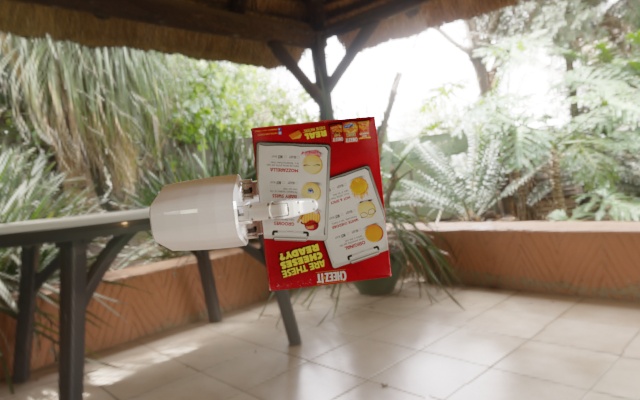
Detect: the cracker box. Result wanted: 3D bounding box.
[{"bbox_3d":[0.000,0.002,0.648,0.164,0.214,0.072,-6,3,-2],"label":"cracker box"}]
